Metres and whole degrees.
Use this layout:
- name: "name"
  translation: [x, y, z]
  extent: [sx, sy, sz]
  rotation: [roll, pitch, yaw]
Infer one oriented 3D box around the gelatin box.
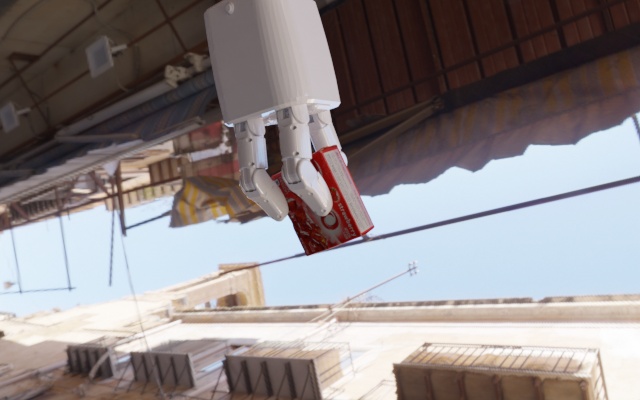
- name: "gelatin box"
  translation: [0.000, 0.002, 0.459]
  extent: [0.073, 0.089, 0.030]
  rotation: [-25, 1, 39]
